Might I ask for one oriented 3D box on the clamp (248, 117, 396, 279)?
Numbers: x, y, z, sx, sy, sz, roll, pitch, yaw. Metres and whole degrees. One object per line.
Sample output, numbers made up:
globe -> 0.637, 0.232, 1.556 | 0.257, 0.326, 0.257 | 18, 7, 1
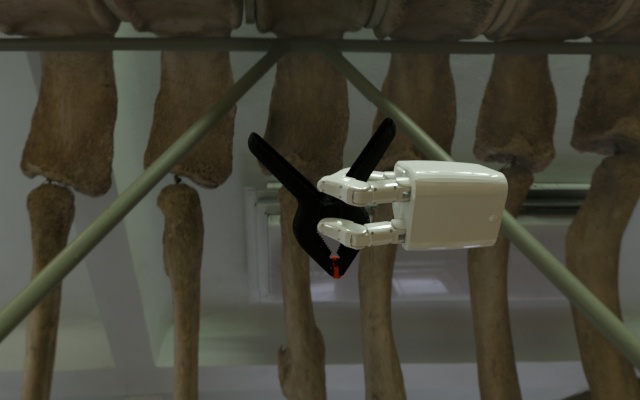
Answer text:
clamp -> 0.000, 0.002, 0.572 | 0.164, 0.210, 0.036 | 1, 29, -1
